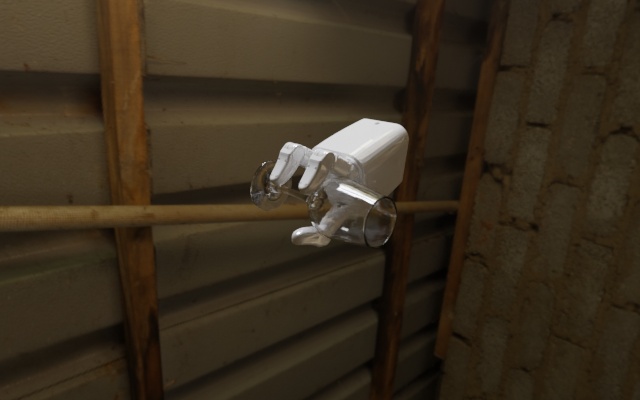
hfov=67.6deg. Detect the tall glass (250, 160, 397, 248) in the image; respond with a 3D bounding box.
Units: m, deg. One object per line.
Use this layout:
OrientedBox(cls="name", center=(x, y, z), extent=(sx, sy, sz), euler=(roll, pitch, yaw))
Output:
OrientedBox(cls="tall glass", center=(0.000, 0.002, 0.614), extent=(0.201, 0.079, 0.079), euler=(19, 13, 42))
